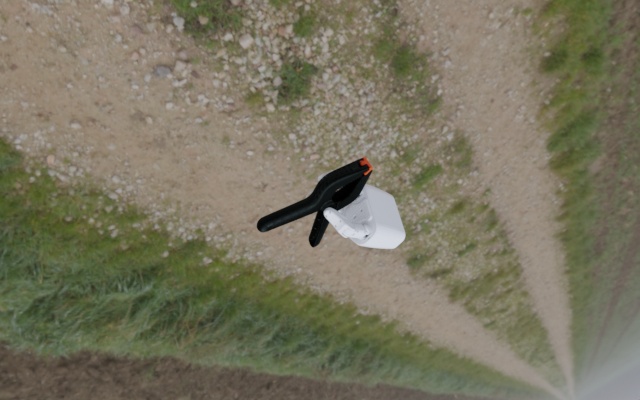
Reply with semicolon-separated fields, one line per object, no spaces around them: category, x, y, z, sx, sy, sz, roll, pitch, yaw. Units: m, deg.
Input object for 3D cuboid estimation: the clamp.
clamp;0.001;0.003;0.814;0.210;0.036;0.164;-46;-34;23
